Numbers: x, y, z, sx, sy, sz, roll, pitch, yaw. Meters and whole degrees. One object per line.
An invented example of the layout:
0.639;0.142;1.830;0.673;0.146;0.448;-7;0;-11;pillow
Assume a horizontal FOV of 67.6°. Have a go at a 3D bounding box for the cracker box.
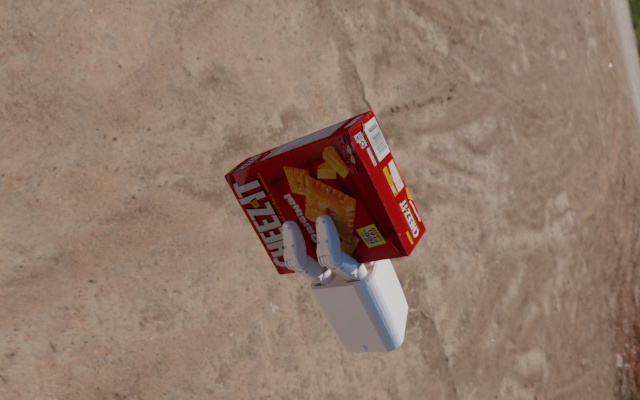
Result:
0.000;0.002;0.604;0.214;0.164;0.072;-15;19;38;cracker box
